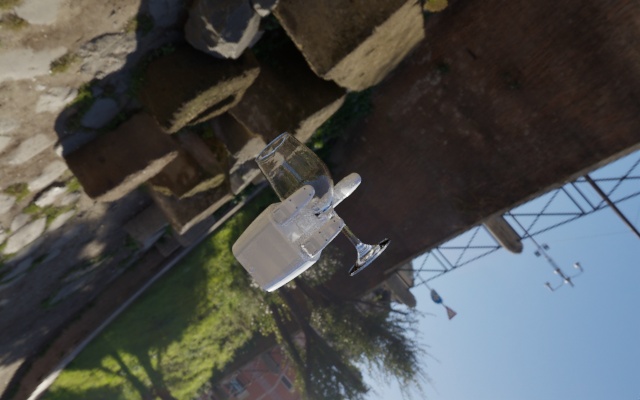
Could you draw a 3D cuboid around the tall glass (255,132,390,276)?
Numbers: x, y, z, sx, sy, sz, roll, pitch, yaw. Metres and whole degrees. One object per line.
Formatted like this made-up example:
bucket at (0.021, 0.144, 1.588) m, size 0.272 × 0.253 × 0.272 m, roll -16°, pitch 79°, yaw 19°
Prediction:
tall glass at (0.001, 0.003, 0.644) m, size 0.079 × 0.201 × 0.079 m, roll -41°, pitch 0°, yaw 0°
